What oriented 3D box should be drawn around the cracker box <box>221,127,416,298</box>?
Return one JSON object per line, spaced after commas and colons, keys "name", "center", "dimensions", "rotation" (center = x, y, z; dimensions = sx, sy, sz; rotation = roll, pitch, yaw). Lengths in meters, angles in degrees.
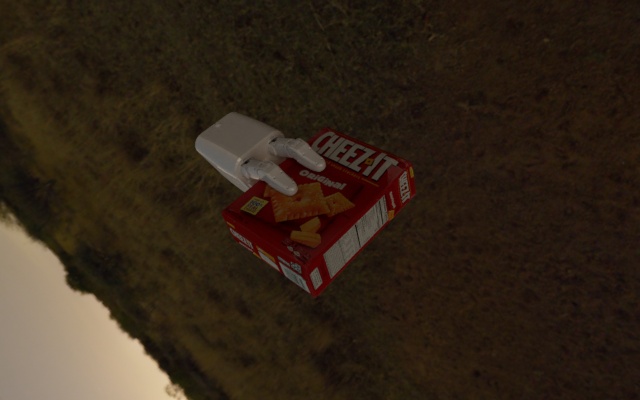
{"name": "cracker box", "center": [0.000, 0.002, 0.652], "dimensions": [0.164, 0.072, 0.213], "rotation": [29, 60, 35]}
